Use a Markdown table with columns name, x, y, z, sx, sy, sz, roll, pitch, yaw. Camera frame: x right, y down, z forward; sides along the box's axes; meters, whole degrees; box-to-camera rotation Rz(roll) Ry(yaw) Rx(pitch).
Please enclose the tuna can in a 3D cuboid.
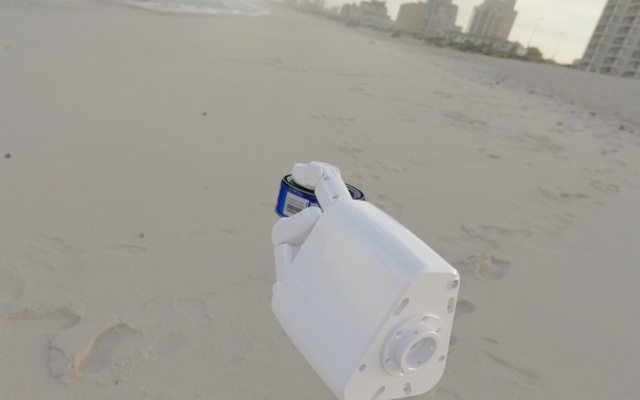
| name | x | y | z | sx | sy | sz | roll | pitch | yaw |
| --- | --- | --- | --- | --- | --- | --- | --- | --- | --- |
| tuna can | 0.000 | 0.001 | 0.468 | 0.086 | 0.034 | 0.086 | 12 | 15 | -3 |
